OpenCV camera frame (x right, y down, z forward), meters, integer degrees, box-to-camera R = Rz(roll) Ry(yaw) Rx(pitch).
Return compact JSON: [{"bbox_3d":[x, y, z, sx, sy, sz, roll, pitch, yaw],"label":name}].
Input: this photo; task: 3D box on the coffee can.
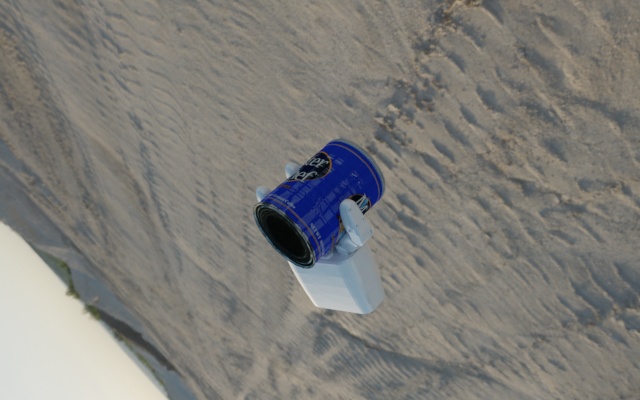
[{"bbox_3d":[0.000,0.002,0.604,0.140,0.103,0.103,-42,23,-27],"label":"coffee can"}]
